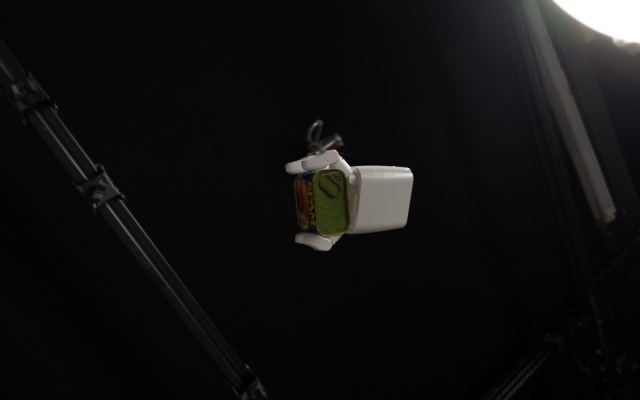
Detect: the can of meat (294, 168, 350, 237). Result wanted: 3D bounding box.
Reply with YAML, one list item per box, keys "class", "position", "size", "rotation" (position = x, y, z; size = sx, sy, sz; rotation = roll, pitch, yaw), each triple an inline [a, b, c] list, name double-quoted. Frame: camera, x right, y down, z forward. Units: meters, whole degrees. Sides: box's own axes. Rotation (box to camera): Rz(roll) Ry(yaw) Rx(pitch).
- class: "can of meat"
  position: [0.000, 0.003, 0.753]
  size: [0.057, 0.102, 0.084]
  rotation: [-7, 4, -24]
